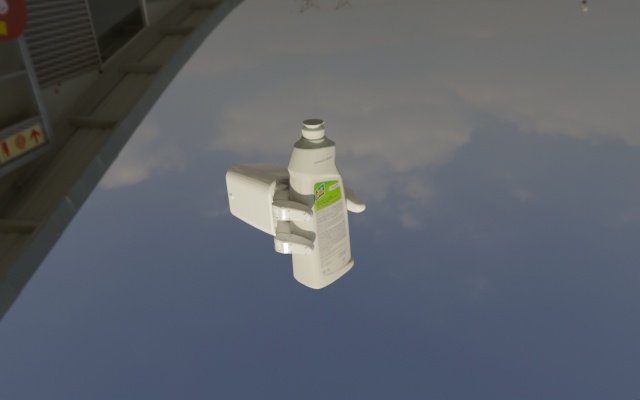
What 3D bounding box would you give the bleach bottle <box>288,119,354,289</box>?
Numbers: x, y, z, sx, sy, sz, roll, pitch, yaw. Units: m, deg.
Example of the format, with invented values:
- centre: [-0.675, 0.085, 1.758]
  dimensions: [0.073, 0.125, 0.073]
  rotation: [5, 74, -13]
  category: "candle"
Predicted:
- centre: [0.000, 0.002, 0.706]
  dimensions: [0.068, 0.251, 0.102]
  rotation: [20, 35, 36]
  category: "bleach bottle"
